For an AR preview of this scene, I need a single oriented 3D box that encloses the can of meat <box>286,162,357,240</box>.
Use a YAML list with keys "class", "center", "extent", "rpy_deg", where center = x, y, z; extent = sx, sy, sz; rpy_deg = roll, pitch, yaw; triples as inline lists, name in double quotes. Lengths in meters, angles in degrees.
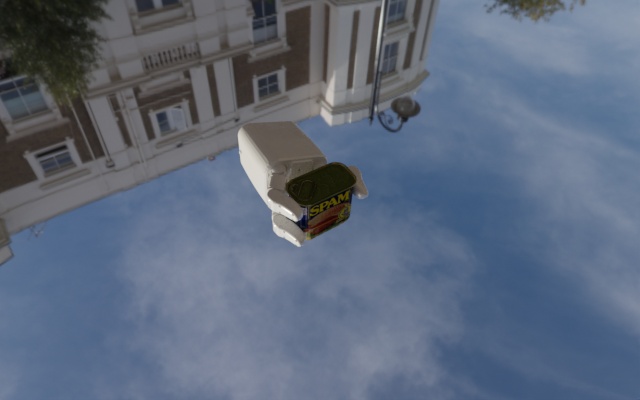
- class: "can of meat"
  center: [0.000, 0.003, 0.714]
  extent: [0.102, 0.084, 0.057]
  rpy_deg: [-25, 53, -23]
